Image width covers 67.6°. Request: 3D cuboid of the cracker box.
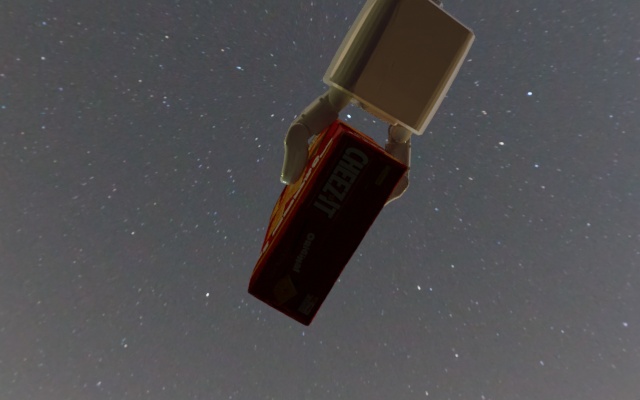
[{"bbox_3d":[0.000,0.002,0.495,0.072,0.164,0.213,29,11,-7],"label":"cracker box"}]
